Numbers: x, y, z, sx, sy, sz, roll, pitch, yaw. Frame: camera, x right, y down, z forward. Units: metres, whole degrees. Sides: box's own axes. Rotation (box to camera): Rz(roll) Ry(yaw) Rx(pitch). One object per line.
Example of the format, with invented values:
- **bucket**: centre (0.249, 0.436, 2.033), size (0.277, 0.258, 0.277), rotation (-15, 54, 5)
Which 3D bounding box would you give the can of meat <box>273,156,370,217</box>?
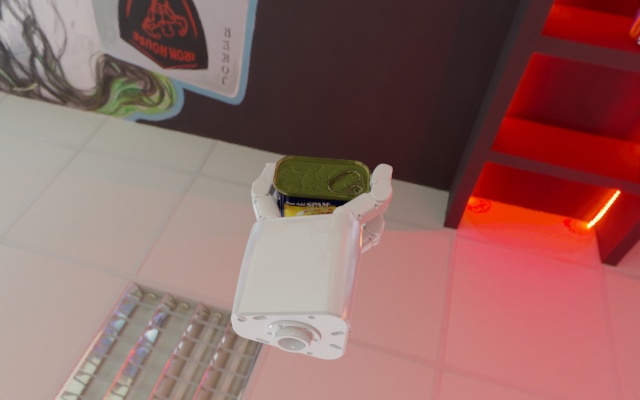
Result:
- **can of meat**: centre (0.000, 0.002, 0.534), size (0.102, 0.057, 0.084), rotation (4, -42, 1)
